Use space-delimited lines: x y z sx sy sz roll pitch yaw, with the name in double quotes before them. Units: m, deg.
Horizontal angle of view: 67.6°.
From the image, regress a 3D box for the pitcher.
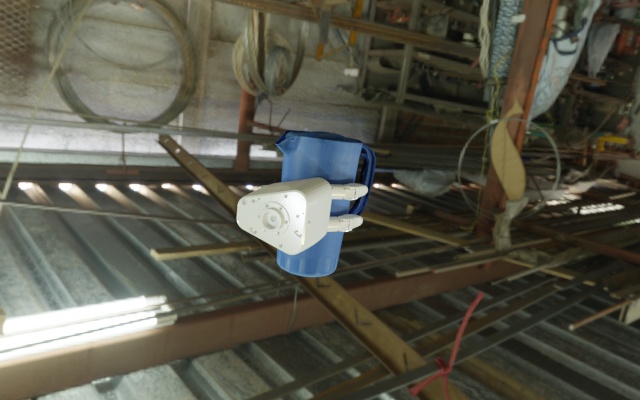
"pitcher" 0.000 0.003 0.830 0.149 0.243 0.145 11 13 16
